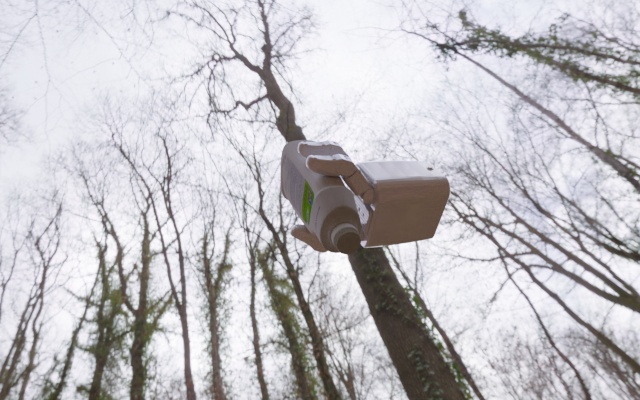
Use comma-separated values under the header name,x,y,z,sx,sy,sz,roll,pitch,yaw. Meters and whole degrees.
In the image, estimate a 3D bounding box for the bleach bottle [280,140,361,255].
name,x,y,z,sx,sy,sz,roll,pitch,yaw
bleach bottle,0.000,0.002,0.631,0.068,0.103,0.250,-6,26,-13
